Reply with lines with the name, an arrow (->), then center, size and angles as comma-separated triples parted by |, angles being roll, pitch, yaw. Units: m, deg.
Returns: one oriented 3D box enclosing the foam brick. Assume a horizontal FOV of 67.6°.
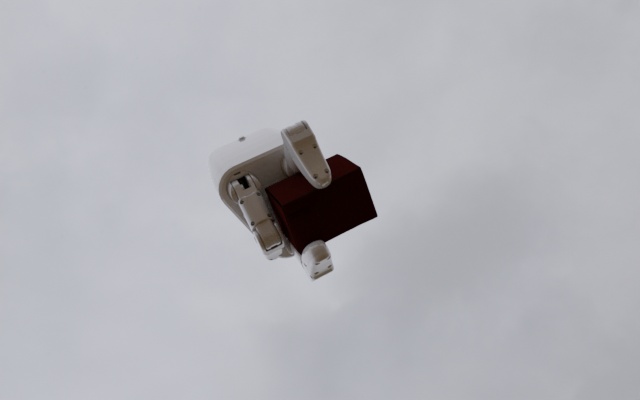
foam brick -> 0.000, 0.001, 0.423 | 0.078, 0.053, 0.051 | -25, 26, -12
